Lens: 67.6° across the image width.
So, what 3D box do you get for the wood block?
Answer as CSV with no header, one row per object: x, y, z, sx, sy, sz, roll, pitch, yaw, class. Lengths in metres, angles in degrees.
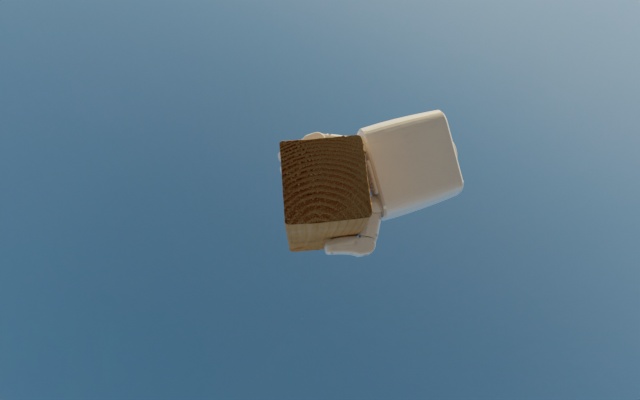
0.001,0.002,0.583,0.090,0.090,0.206,-5,-14,-3,wood block
